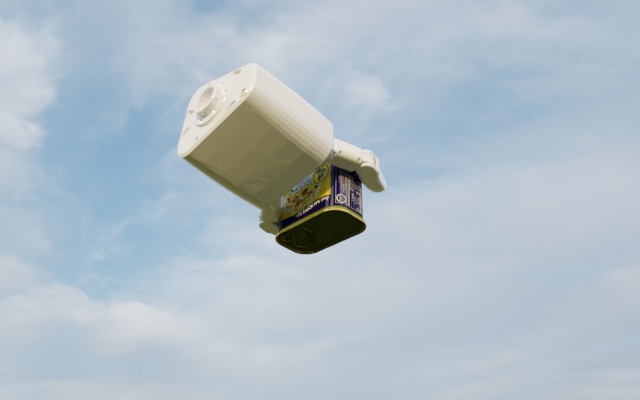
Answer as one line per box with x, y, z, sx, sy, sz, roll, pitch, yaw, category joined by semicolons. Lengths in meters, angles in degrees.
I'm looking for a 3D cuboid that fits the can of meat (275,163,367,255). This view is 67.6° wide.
0.000;0.001;0.532;0.102;0.084;0.057;-28;-44;36;can of meat
